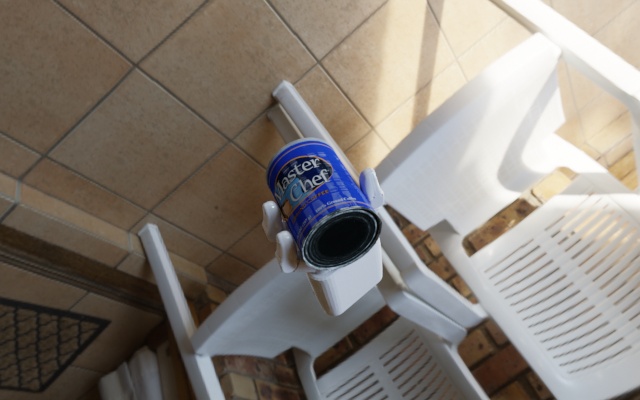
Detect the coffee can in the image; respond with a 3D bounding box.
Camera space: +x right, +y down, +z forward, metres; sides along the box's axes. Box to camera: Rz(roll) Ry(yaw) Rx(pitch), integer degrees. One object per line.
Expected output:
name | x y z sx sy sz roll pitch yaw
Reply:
coffee can | 0.000 0.002 0.600 0.103 0.103 0.140 0 40 -29
